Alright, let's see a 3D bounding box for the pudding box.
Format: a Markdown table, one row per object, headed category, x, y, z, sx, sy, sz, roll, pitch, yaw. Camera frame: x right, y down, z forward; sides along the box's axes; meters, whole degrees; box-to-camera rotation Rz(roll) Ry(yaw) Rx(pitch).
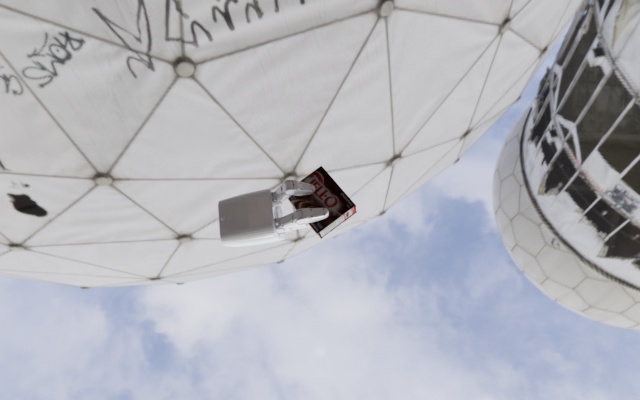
| category | x | y | z | sx | sy | sz | roll | pitch | yaw |
| --- | --- | --- | --- | --- | --- | --- | --- | --- | --- |
| pudding box | 0.000 | 0.003 | 0.898 | 0.090 | 0.113 | 0.039 | -37 | -24 | -7 |
